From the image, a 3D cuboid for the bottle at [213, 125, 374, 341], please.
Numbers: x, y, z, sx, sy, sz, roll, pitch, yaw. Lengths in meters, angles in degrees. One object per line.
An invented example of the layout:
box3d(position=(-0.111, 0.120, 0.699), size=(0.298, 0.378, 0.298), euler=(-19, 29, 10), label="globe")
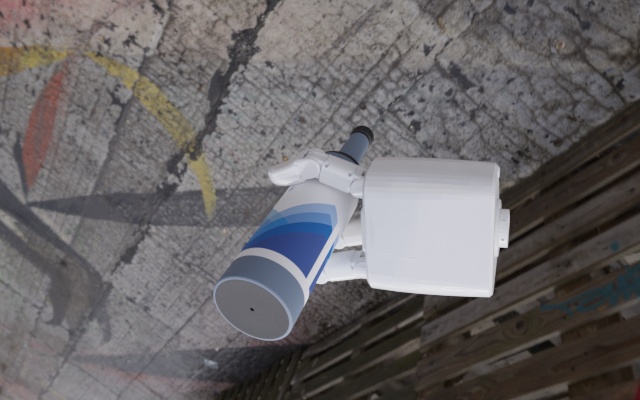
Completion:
box3d(position=(0.000, 0.002, 0.468), size=(0.069, 0.069, 0.295), euler=(0, 33, 25), label="bottle")
